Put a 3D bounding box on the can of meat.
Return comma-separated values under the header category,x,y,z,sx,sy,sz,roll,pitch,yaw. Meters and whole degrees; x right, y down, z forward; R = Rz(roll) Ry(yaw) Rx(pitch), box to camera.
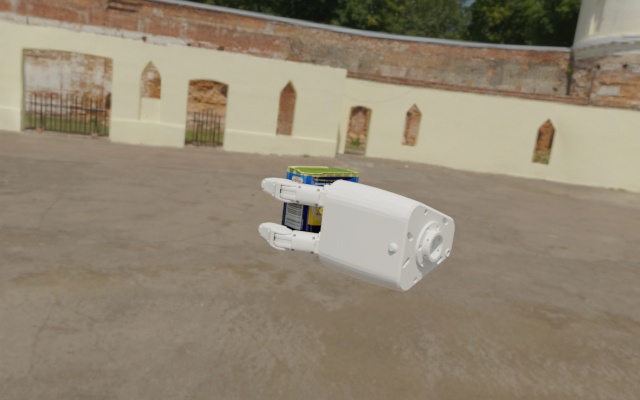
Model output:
category,x,y,z,sx,sy,sz,roll,pitch,yaw
can of meat,0.000,0.002,0.598,0.102,0.084,0.057,-3,14,-44
